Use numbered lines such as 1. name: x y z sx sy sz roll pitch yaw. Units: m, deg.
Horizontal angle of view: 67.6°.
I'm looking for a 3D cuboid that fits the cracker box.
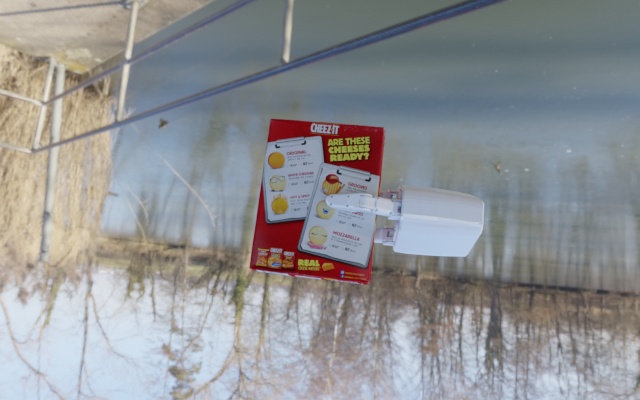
1. cracker box: 0.000 0.002 0.672 0.164 0.213 0.072 6 -10 6
